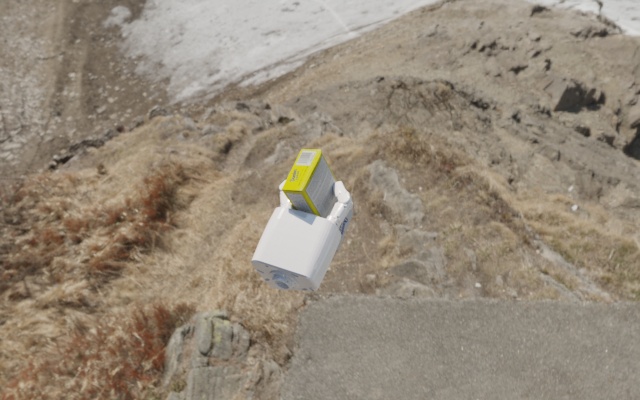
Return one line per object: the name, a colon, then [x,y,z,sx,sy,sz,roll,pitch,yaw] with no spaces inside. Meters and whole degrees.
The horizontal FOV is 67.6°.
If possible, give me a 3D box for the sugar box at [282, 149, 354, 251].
sugar box: [0.000,0.003,0.836,0.048,0.093,0.176,6,-36,28]
